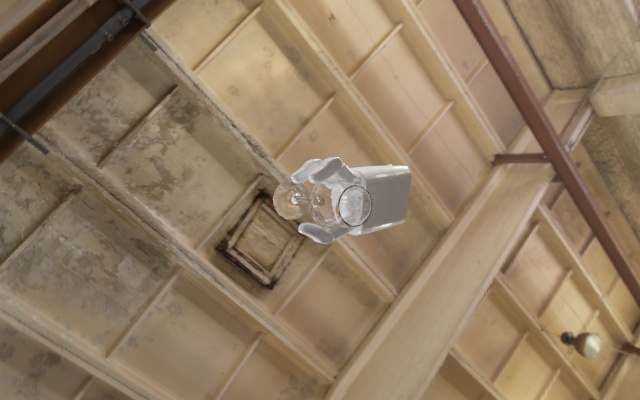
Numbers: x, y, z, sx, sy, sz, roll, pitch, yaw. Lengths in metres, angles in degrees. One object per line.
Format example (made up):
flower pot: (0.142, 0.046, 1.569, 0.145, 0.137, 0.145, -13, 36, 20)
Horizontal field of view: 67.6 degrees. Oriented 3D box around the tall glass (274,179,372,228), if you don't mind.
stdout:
tall glass: (0.000, 0.003, 0.782, 0.079, 0.079, 0.201, 0, 3, -31)
